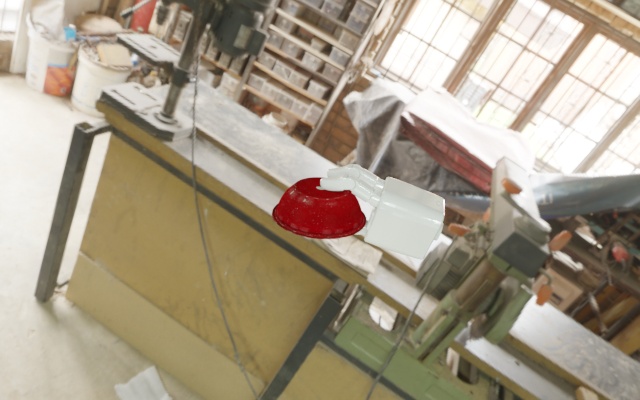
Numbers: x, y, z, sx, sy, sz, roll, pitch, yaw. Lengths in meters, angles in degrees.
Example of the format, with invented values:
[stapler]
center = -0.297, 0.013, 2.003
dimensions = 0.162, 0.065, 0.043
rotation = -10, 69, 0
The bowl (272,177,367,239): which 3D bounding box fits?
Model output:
[bowl]
center = -0.001, 0.002, 0.803
dimensions = 0.162, 0.055, 0.162
rotation = 4, 25, -2
